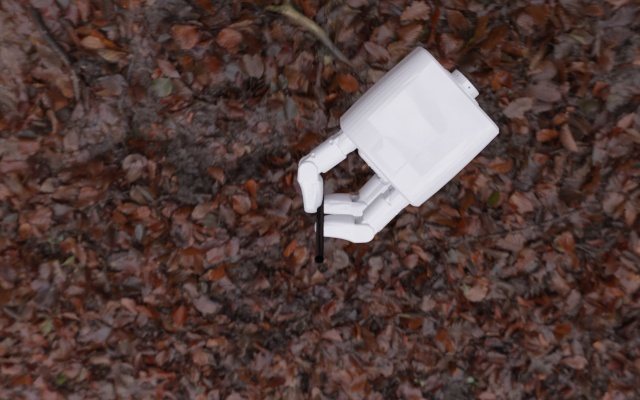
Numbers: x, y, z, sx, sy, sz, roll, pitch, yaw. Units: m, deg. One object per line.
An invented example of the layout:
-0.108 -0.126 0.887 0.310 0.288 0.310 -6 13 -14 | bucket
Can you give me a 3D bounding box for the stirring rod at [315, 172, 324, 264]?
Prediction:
0.000 0.002 0.519 0.011 0.011 0.239 0 24 1 | stirring rod
